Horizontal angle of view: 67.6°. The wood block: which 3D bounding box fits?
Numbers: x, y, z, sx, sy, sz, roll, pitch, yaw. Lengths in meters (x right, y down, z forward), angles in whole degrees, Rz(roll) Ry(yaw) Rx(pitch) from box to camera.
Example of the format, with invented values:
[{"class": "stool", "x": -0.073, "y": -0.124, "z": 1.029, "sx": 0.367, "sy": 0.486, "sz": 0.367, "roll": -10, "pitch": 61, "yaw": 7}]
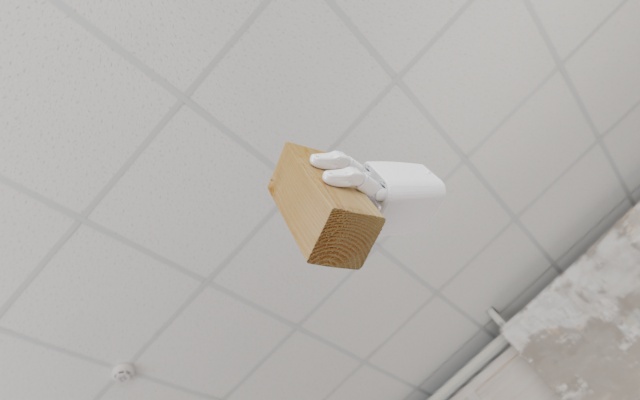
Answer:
[{"class": "wood block", "x": 0.000, "y": 0.003, "z": 0.717, "sx": 0.090, "sy": 0.091, "sz": 0.206, "roll": 11, "pitch": 25, "yaw": -29}]
